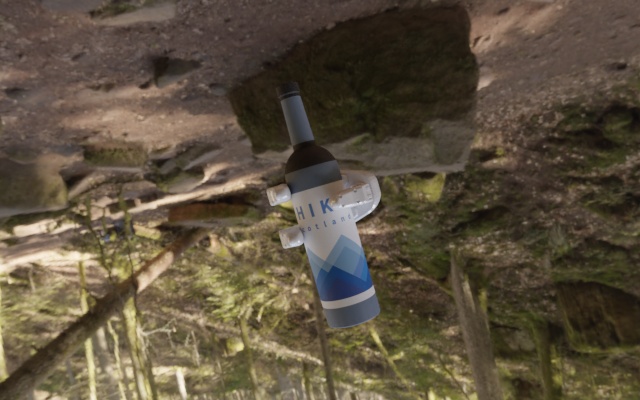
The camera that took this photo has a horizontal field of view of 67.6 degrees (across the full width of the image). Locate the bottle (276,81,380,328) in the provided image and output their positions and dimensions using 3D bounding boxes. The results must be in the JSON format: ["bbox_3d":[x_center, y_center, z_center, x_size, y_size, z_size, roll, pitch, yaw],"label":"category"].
[{"bbox_3d":[0.000,0.002,0.580,0.069,0.296,0.069,-16,1,0],"label":"bottle"}]
